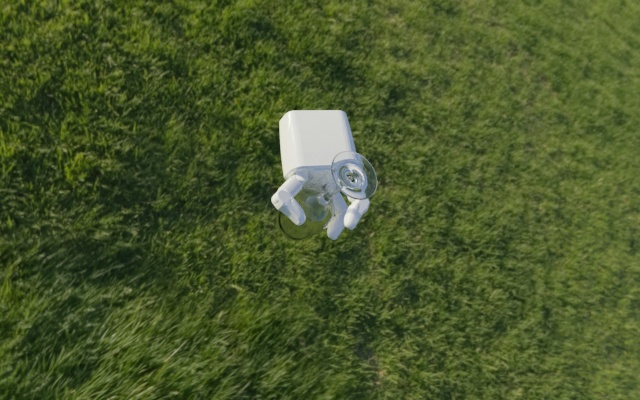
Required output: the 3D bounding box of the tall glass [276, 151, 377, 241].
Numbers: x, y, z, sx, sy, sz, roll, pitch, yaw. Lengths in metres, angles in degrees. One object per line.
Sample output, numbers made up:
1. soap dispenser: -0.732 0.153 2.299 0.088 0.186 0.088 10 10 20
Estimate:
1. tall glass: 0.000 0.002 0.735 0.079 0.079 0.201 0 -23 -31
